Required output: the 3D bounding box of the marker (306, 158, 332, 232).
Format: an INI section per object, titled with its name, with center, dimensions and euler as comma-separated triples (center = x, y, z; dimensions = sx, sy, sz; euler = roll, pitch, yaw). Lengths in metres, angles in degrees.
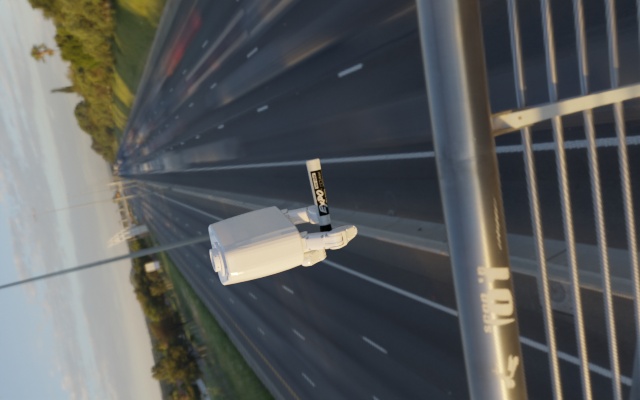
[marker]
center = 0.000, 0.002, 0.668
dimensions = 0.020, 0.121, 0.020
euler = -11, 7, 1
